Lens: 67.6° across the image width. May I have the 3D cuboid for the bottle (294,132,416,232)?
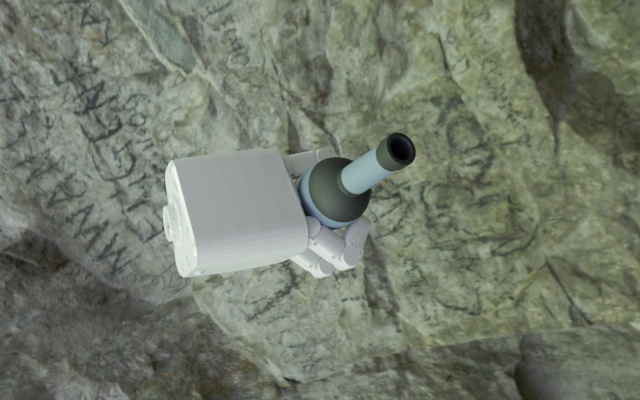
[{"bbox_3d":[0.000,0.002,0.489,0.069,0.069,0.296,0,-16,-26],"label":"bottle"}]
